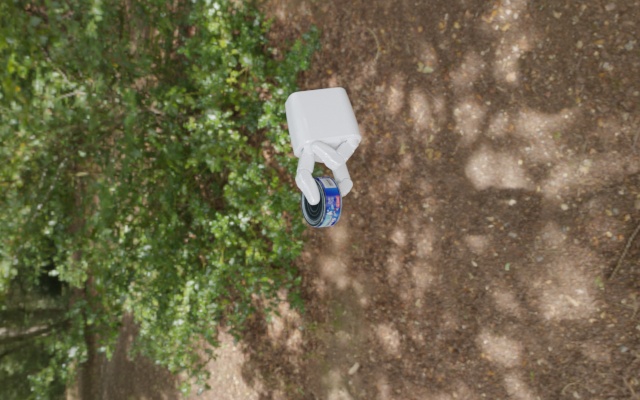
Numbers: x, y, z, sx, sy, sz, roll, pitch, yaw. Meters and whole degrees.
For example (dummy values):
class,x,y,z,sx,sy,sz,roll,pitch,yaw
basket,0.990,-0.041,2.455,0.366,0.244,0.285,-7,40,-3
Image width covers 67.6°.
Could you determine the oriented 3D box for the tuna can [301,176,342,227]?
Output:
class,x,y,z,sx,sy,sz,roll,pitch,yaw
tuna can,0.000,0.003,0.806,0.034,0.086,0.086,-3,2,-30
